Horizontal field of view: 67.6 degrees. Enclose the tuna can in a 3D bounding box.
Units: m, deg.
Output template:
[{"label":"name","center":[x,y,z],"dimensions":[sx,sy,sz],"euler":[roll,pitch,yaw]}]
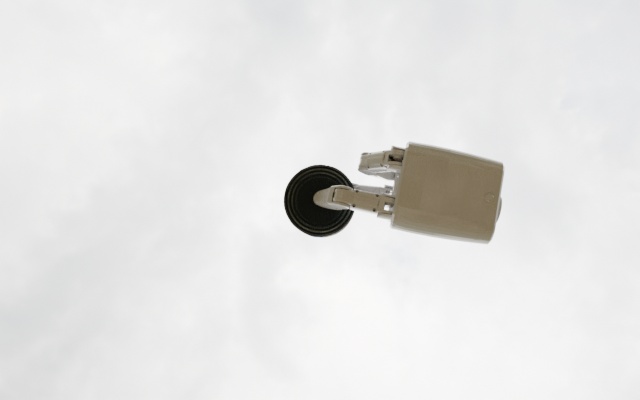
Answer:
[{"label":"tuna can","center":[0.000,0.002,0.576],"dimensions":[0.086,0.086,0.034],"euler":[0,-8,3]}]
